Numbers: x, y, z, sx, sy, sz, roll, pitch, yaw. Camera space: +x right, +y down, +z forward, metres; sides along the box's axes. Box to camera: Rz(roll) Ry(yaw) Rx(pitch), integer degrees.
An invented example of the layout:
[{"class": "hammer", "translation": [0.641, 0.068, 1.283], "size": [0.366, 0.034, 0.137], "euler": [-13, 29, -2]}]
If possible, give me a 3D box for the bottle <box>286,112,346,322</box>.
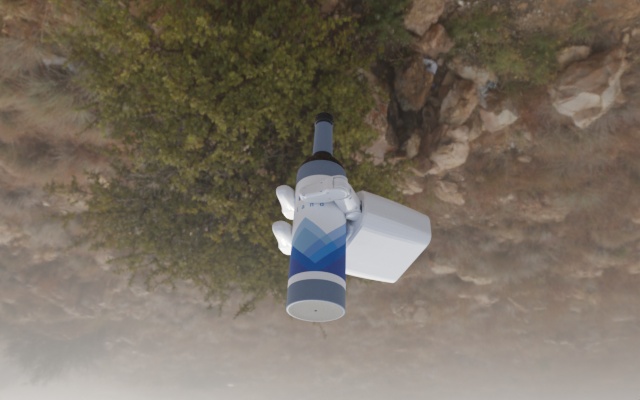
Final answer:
[{"class": "bottle", "translation": [0.000, 0.002, 0.614], "size": [0.069, 0.295, 0.069], "euler": [2, -34, 1]}]
